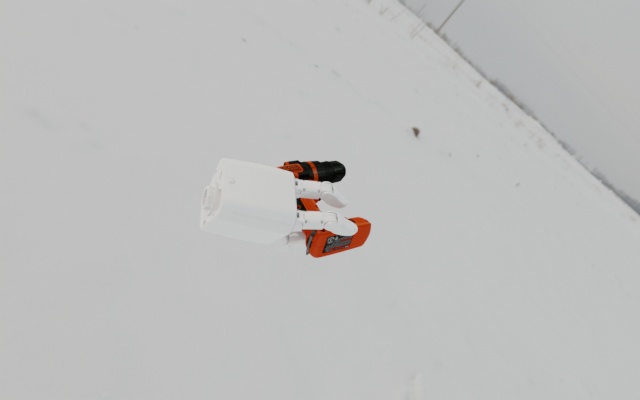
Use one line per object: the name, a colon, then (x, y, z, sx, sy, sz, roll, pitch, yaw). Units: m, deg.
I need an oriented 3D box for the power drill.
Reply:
power drill: (0.000, 0.003, 0.781, 0.184, 0.057, 0.187, -13, 44, -31)
